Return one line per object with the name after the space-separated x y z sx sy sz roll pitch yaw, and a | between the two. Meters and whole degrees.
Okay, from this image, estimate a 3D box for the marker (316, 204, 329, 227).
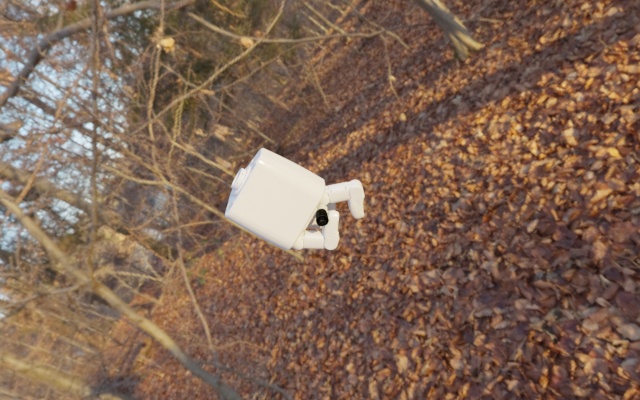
0.000 0.002 0.717 0.020 0.020 0.121 0 29 -3 | marker
